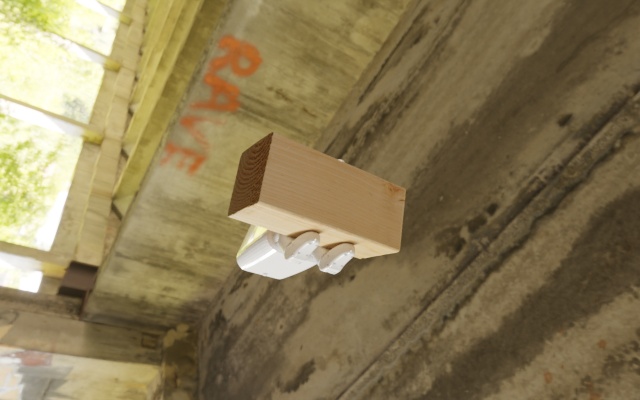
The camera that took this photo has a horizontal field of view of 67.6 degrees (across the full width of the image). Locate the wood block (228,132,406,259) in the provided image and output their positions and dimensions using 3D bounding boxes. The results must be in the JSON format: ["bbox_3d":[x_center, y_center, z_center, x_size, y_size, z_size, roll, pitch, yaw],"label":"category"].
[{"bbox_3d":[0.000,0.002,0.612,0.206,0.090,0.090,20,-23,-29],"label":"wood block"}]
